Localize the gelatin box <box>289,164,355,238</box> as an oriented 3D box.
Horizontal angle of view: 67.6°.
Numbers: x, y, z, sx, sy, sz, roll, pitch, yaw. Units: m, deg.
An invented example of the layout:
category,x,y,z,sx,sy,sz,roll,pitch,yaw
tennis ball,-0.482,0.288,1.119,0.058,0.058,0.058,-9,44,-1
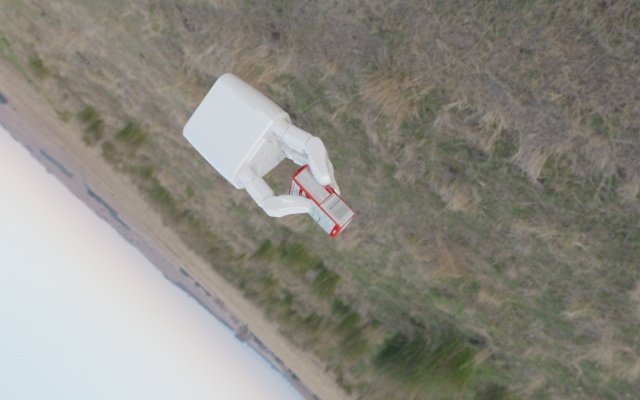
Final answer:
category,x,y,z,sx,sy,sz,roll,pitch,yaw
gelatin box,0.000,0.003,0.611,0.030,0.089,0.073,-42,-7,-14
